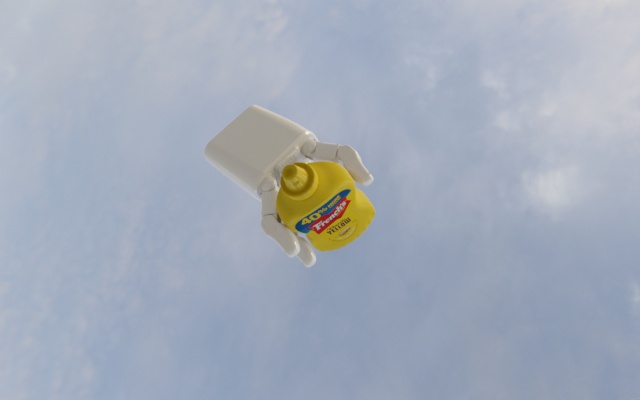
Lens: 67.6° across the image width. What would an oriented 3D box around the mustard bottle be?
[{"bbox_3d":[0.000,0.002,0.575,0.096,0.058,0.192,-34,-28,6],"label":"mustard bottle"}]
